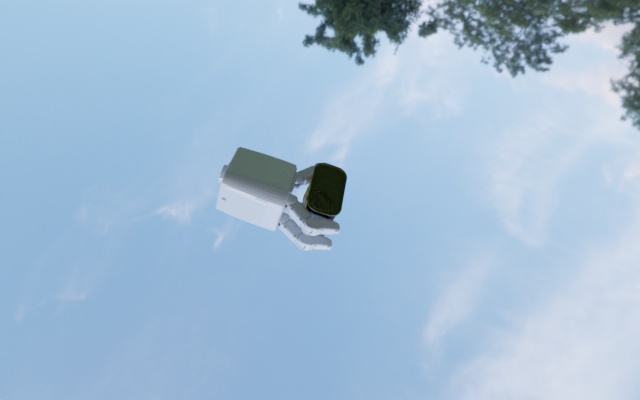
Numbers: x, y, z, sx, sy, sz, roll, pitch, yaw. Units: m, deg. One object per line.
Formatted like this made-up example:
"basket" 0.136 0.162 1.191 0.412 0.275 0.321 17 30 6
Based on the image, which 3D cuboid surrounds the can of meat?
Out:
"can of meat" 0.000 0.003 0.802 0.057 0.102 0.084 18 -37 -8
